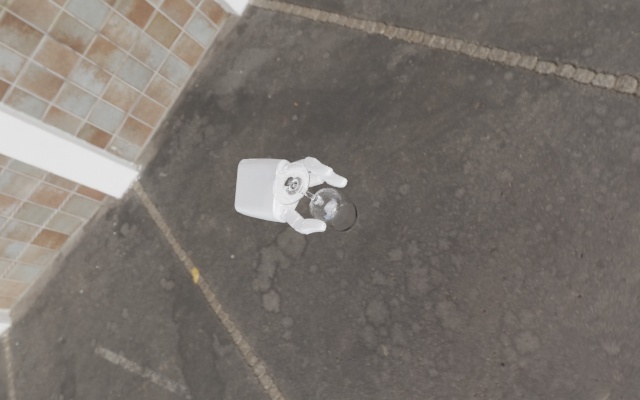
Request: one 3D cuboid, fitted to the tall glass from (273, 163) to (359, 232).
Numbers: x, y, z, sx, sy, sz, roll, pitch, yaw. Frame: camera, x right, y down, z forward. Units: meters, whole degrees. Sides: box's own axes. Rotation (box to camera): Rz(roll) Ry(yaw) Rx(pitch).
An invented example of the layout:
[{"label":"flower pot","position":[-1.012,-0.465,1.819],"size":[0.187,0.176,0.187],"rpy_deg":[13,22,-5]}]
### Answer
[{"label":"tall glass","position":[0.000,0.003,0.874],"size":[0.079,0.079,0.201],"rpy_deg":[0,-19,32]}]
